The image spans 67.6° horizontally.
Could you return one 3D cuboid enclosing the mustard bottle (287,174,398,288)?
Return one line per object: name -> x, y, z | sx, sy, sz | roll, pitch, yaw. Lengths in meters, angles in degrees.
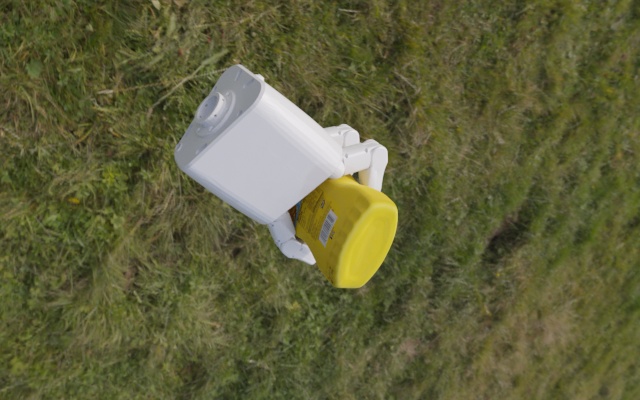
mustard bottle -> 0.000, 0.002, 0.509 | 0.058, 0.096, 0.191 | 7, 24, -34
